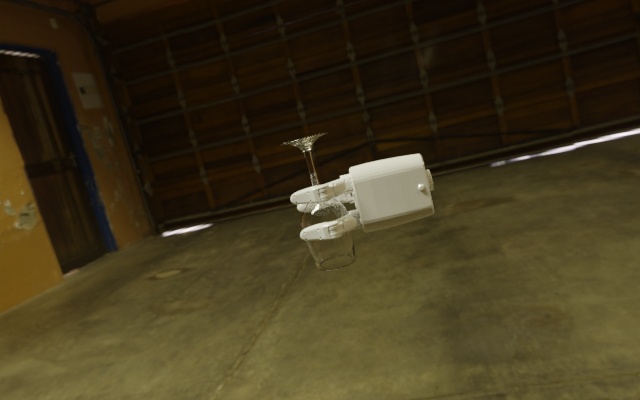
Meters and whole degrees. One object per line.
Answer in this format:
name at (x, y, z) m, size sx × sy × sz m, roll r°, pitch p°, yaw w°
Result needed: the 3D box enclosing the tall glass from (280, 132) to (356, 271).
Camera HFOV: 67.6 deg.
tall glass at (0.000, 0.002, 0.725) m, size 0.079 × 0.201 × 0.079 m, roll -14°, pitch 9°, yaw 2°
